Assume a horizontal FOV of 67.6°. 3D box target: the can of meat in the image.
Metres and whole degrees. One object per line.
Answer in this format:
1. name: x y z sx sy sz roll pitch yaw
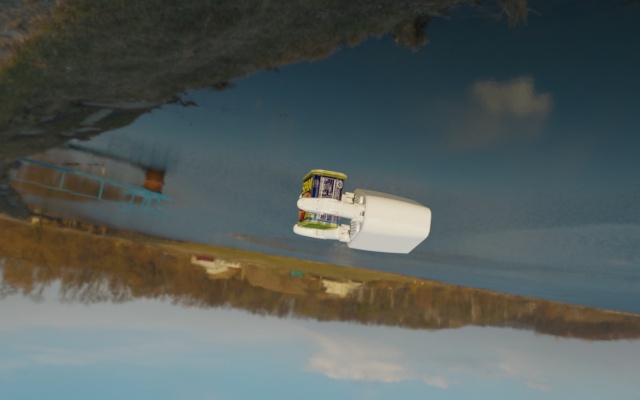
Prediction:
1. can of meat: 0.000 0.003 0.767 0.057 0.084 0.102 9 -9 -13
